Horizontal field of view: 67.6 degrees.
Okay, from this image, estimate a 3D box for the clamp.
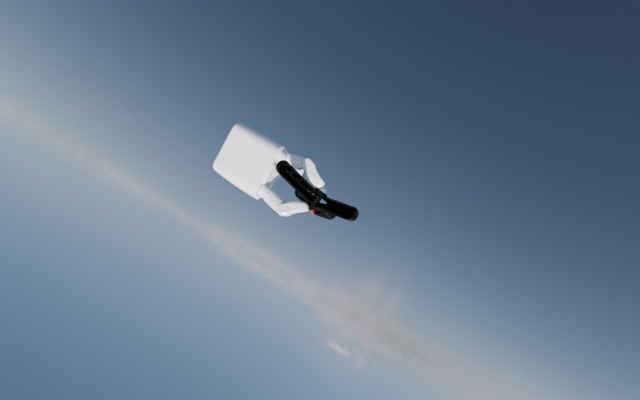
[{"bbox_3d":[0.000,0.004,0.896,0.164,0.036,0.210,34,-9,11],"label":"clamp"}]
